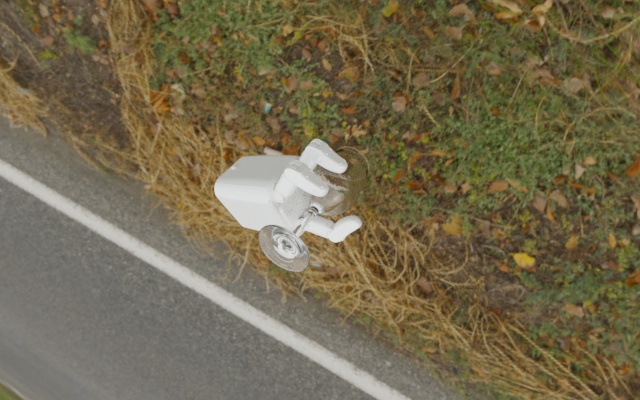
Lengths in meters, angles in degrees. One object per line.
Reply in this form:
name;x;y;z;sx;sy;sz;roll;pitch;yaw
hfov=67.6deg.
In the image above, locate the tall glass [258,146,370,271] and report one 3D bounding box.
tall glass;0.000;0.003;0.654;0.079;0.079;0.201;0;35;35
